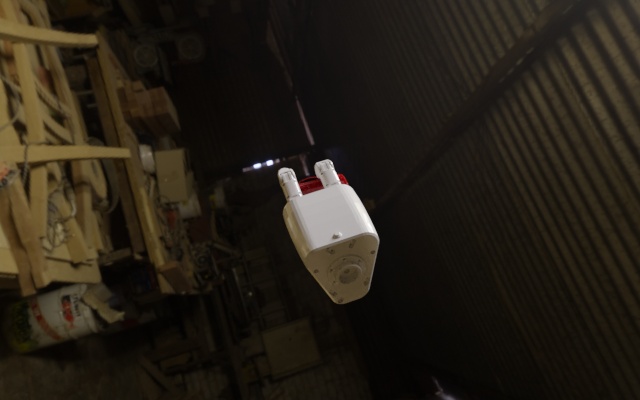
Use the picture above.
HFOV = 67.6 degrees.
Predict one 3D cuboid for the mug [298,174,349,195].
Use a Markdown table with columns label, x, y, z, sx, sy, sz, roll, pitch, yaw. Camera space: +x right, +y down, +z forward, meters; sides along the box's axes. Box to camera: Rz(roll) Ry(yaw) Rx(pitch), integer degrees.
| label | x | y | z | sx | sy | sz | roll | pitch | yaw |
| --- | --- | --- | --- | --- | --- | --- | --- | --- | --- |
| mug | 0.000 | 0.002 | 0.714 | 0.081 | 0.093 | 0.117 | -16 | 37 | -7 |
